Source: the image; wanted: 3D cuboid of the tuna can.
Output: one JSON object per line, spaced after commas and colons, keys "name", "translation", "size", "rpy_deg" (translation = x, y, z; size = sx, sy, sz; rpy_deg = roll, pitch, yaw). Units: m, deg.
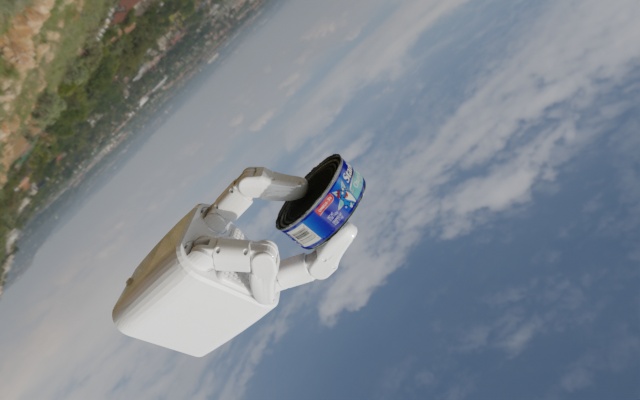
{"name": "tuna can", "translation": [0.001, 0.002, 0.427], "size": [0.034, 0.086, 0.086], "rpy_deg": [40, -14, -17]}
